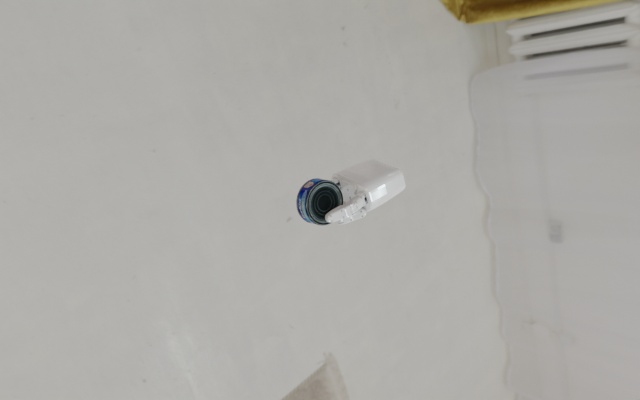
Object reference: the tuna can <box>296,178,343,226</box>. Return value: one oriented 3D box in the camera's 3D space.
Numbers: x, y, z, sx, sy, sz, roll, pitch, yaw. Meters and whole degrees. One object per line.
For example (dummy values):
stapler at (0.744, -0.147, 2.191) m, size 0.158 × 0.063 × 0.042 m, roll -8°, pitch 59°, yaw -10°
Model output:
tuna can at (0.000, 0.003, 0.884) m, size 0.086 × 0.086 × 0.033 m, roll 0°, pitch 7°, yaw -34°
